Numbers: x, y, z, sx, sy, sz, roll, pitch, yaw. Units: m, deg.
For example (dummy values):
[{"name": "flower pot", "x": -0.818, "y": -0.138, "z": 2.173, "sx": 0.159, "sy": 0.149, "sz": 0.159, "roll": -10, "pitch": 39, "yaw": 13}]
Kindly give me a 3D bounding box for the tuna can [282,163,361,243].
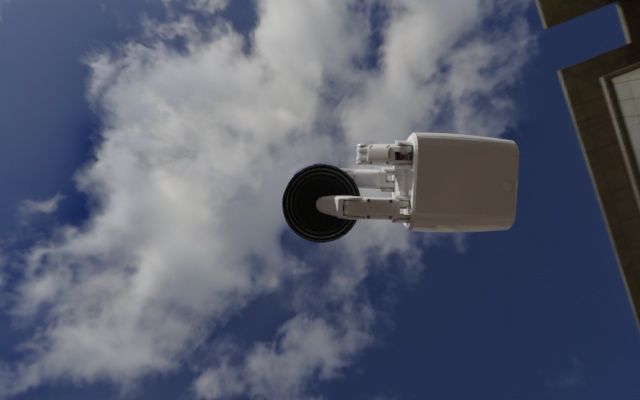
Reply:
[{"name": "tuna can", "x": 0.000, "y": 0.002, "z": 0.530, "sx": 0.086, "sy": 0.086, "sz": 0.033, "roll": 0, "pitch": 7, "yaw": -5}]
